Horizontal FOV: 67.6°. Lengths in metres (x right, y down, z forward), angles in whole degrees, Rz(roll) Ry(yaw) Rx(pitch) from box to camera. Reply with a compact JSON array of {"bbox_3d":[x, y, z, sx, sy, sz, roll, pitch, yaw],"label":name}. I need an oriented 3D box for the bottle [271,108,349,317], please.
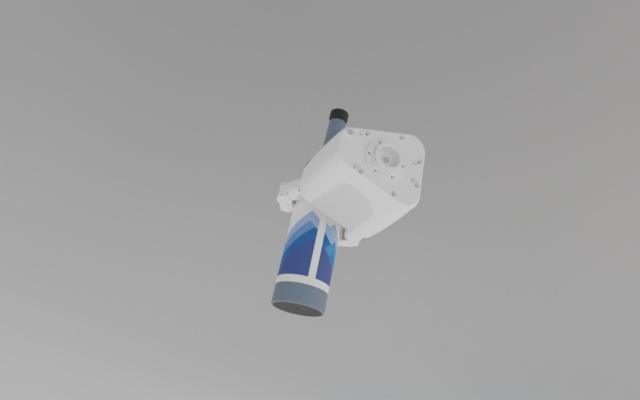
[{"bbox_3d":[0.000,0.002,0.642,0.069,0.295,0.069,10,-25,5],"label":"bottle"}]
